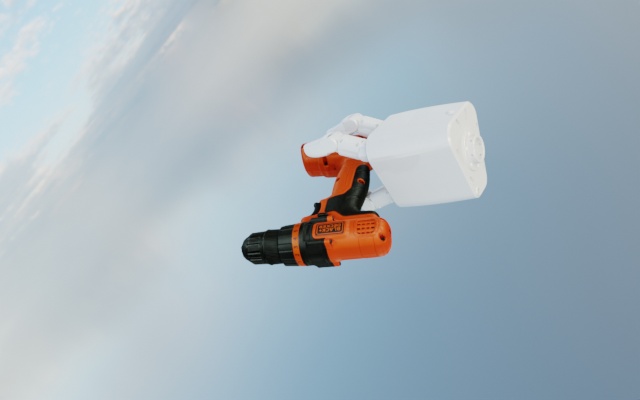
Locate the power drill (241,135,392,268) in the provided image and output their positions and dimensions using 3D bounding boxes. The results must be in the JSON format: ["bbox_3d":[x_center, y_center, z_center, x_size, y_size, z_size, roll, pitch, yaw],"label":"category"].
[{"bbox_3d":[0.000,0.002,0.611,0.184,0.187,0.057,-5,-42,15],"label":"power drill"}]
